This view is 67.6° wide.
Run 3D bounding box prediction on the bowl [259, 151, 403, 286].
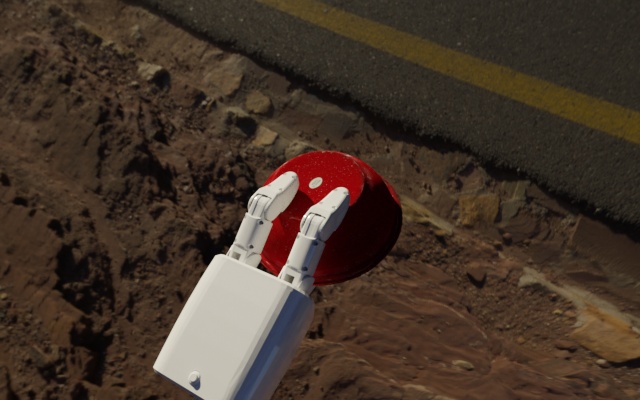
[{"bbox_3d":[0.000,0.000,0.477,0.162,0.162,0.055,0,-40,11],"label":"bowl"}]
